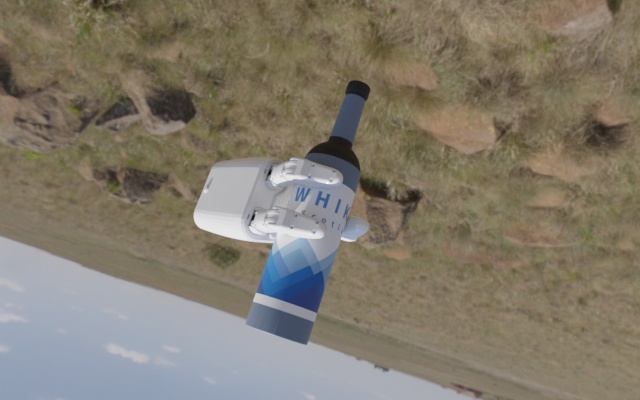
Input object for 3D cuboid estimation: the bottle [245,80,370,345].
[{"bbox_3d":[0.000,0.002,0.521,0.069,0.295,0.069,17,-15,5],"label":"bottle"}]
